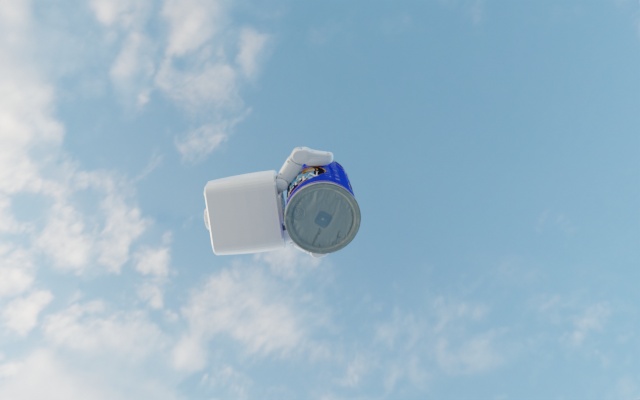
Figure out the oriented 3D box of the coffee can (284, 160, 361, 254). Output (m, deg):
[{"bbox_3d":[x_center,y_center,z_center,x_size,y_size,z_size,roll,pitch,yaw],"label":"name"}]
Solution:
[{"bbox_3d":[0.000,0.002,0.702,0.103,0.103,0.140,0,20,-3],"label":"coffee can"}]
